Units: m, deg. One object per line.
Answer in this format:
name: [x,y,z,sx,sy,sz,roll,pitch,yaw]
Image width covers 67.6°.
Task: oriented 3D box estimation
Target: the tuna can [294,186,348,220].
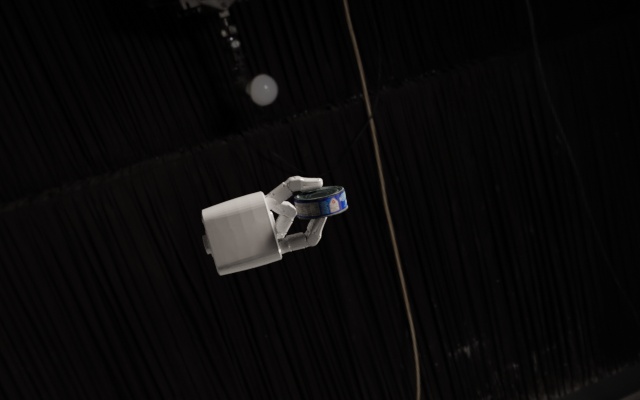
tuna can: [0.000,0.002,0.786,0.086,0.034,0.086,-10,13,2]
